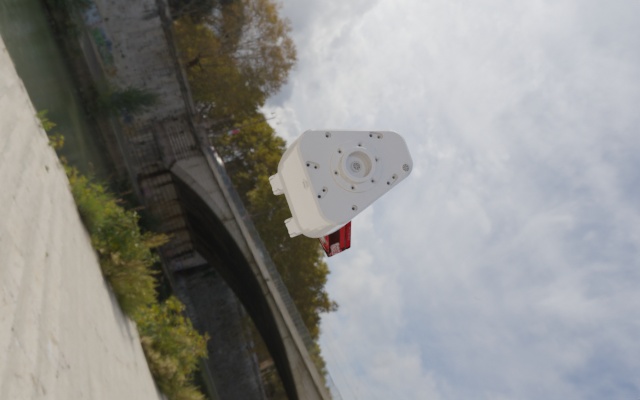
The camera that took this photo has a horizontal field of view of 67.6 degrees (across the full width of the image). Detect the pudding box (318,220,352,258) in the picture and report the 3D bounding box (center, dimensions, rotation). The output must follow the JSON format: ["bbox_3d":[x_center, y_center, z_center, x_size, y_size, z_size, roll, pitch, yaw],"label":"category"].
[{"bbox_3d":[0.000,0.002,0.597,0.039,0.113,0.090,-20,-32,-11],"label":"pudding box"}]
